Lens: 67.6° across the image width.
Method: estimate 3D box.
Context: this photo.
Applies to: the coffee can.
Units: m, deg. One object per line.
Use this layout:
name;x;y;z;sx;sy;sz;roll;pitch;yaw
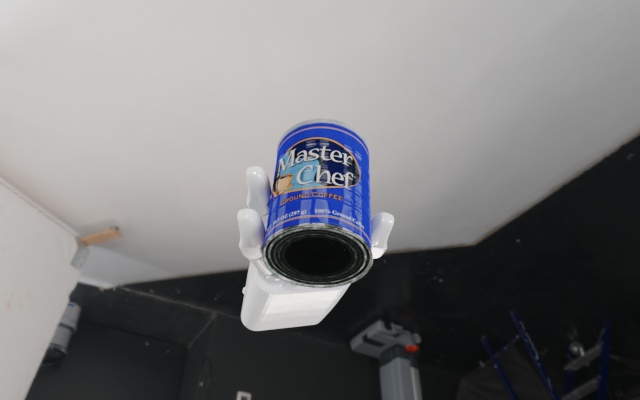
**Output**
coffee can;0.000;0.001;0.482;0.103;0.140;0.103;2;-41;2
